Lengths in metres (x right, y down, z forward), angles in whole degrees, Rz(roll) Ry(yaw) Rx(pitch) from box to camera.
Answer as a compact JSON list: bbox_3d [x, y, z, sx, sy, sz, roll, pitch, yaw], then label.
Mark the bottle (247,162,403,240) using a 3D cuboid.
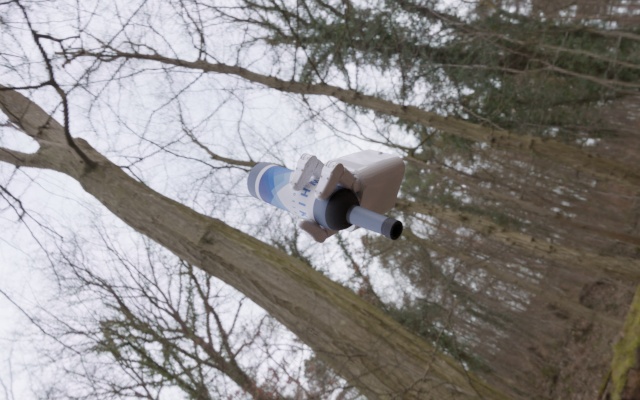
[{"bbox_3d":[0.000,0.002,0.732,0.069,0.069,0.295,0,15,-45],"label":"bottle"}]
